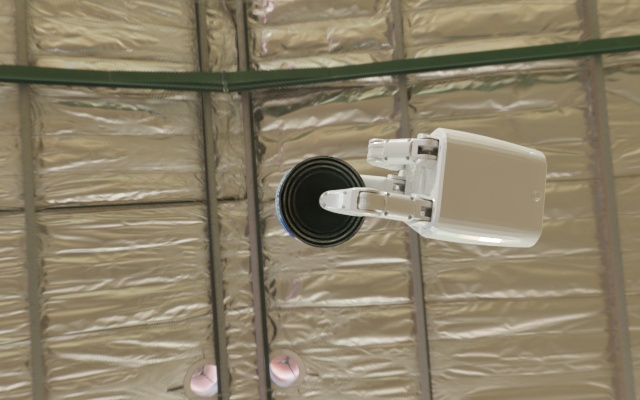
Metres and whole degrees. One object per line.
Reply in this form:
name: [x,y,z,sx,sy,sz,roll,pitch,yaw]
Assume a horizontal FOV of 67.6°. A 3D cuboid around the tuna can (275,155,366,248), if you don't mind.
tuna can: [0.000,0.001,0.457,0.086,0.086,0.034,0,-1,-14]
